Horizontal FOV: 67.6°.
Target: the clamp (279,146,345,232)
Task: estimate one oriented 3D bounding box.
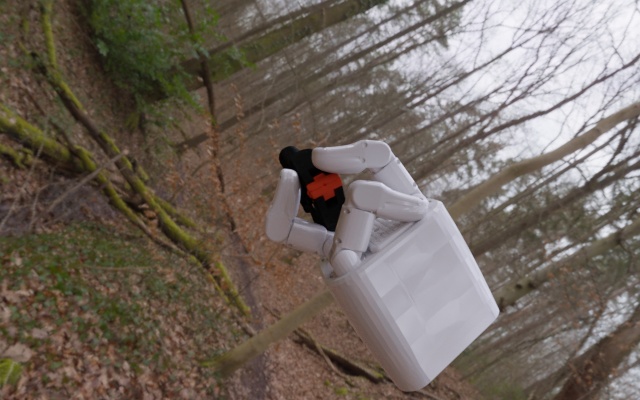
[{"bbox_3d":[0.001,0.001,0.456,0.039,0.120,0.171,-33,9,-3],"label":"clamp"}]
